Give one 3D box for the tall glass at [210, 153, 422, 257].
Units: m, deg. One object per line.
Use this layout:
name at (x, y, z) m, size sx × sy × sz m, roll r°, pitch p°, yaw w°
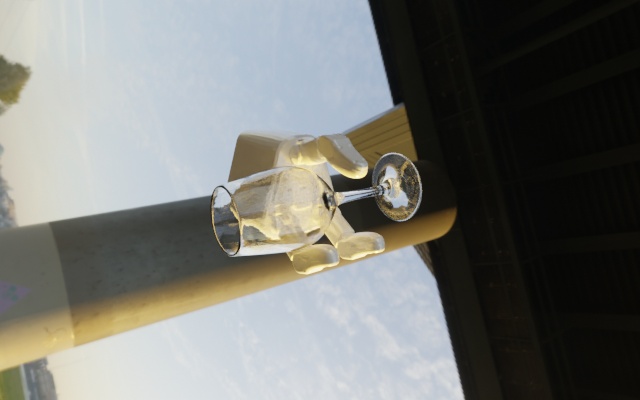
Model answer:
tall glass at (0.001, 0.001, 0.459) m, size 0.201 × 0.079 × 0.079 m, roll -11°, pitch 6°, yaw -34°
